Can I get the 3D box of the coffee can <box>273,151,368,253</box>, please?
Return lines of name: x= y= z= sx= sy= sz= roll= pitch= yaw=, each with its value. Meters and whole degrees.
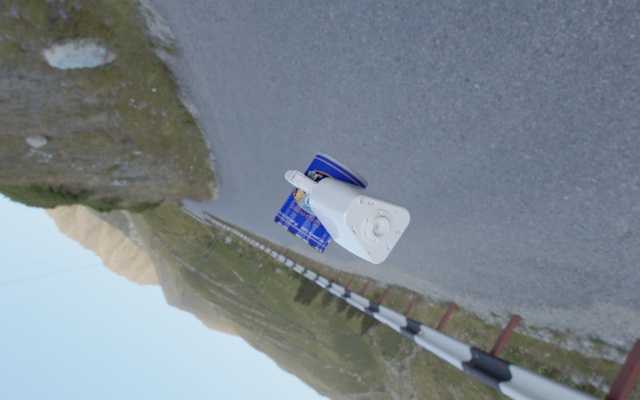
coffee can: x=0.000 y=0.002 z=0.809 sx=0.103 sy=0.140 sz=0.103 roll=34 pitch=-3 yaw=2
